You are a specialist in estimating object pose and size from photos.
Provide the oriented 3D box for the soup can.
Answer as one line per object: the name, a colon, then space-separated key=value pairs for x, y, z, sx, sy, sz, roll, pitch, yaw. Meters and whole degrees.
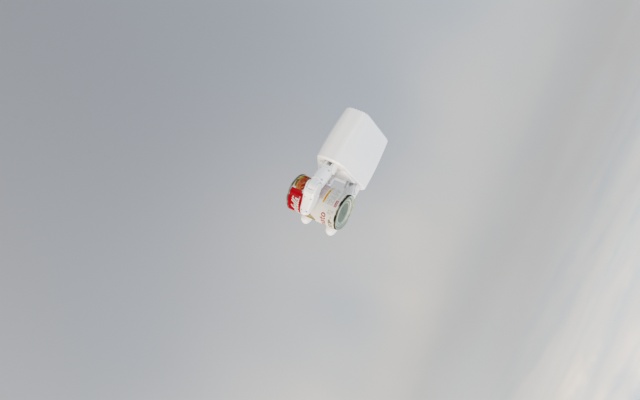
soup can: x=0.000 y=0.003 z=0.839 sx=0.102 sy=0.068 sz=0.068 roll=24 pitch=10 yaw=23
